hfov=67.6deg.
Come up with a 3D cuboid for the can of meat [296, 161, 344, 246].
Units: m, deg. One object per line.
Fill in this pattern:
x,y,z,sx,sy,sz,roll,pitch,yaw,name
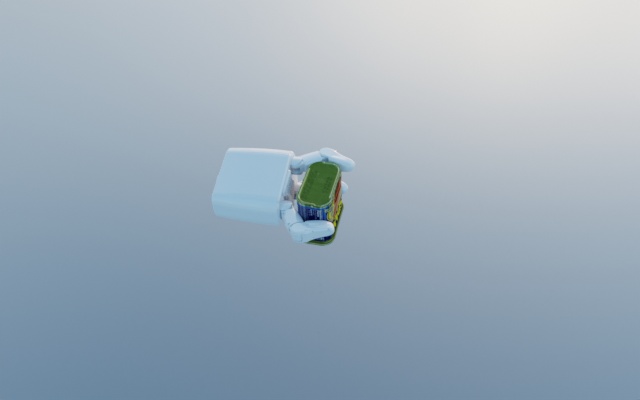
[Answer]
0.000,0.002,0.722,0.057,0.084,0.102,8,46,12,can of meat
